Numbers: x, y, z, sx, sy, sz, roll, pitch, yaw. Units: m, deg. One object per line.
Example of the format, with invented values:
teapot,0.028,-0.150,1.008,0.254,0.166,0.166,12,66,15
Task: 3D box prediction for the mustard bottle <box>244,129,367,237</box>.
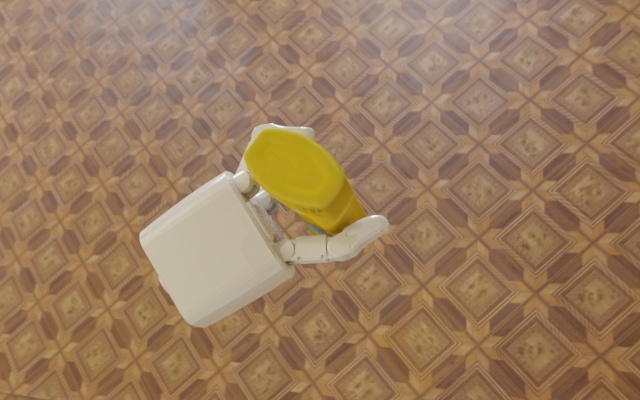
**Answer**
mustard bottle,0.000,0.001,0.477,0.096,0.058,0.192,31,-8,23
